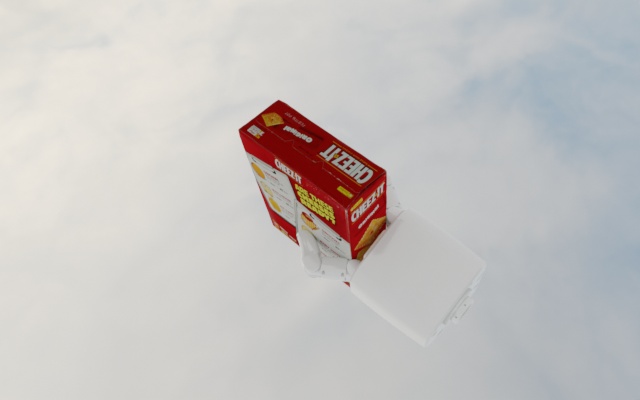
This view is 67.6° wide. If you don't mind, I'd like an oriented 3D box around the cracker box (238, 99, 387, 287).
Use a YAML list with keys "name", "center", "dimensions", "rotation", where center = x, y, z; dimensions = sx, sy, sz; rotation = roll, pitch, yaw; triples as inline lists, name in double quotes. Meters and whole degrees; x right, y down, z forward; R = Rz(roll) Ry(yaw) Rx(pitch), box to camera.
- name: "cracker box"
  center: [0.000, 0.002, 0.585]
  dimensions: [0.164, 0.072, 0.214]
  rotation: [37, -22, 25]
